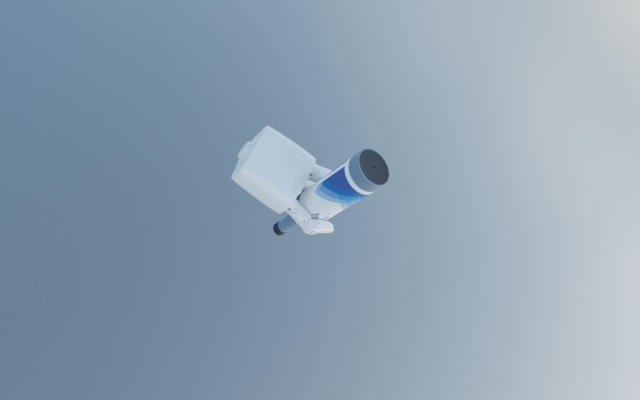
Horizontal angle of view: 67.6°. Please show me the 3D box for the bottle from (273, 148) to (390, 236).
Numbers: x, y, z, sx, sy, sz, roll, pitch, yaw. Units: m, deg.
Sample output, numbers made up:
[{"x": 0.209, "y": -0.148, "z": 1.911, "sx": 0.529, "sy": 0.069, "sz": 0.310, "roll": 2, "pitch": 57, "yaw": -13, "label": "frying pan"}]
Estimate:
[{"x": 0.000, "y": 0.003, "z": 0.860, "sx": 0.069, "sy": 0.069, "sz": 0.296, "roll": 0, "pitch": -22, "yaw": -38, "label": "bottle"}]
